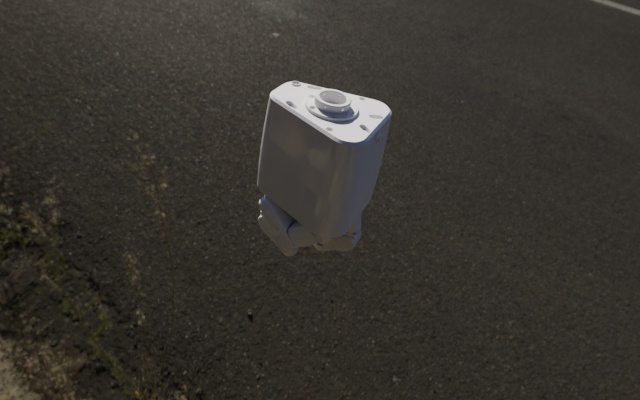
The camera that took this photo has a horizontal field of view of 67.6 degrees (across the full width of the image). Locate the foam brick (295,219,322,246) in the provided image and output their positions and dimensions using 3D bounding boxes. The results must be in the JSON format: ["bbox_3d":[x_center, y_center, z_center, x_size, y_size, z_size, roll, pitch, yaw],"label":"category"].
[{"bbox_3d":[0.000,0.002,0.534,0.053,0.051,0.078,24,40,15],"label":"foam brick"}]
